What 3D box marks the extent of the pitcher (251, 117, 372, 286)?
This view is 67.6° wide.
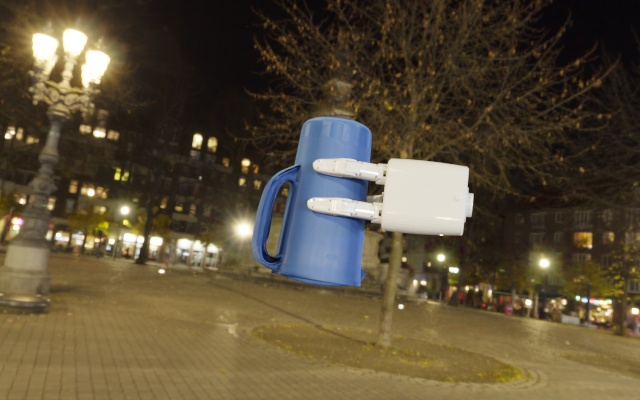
[{"bbox_3d":[0.000,0.002,0.711,0.145,0.243,0.149,5,-9,18],"label":"pitcher"}]
